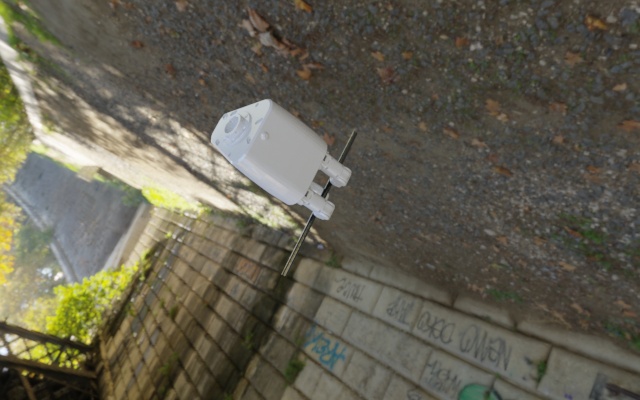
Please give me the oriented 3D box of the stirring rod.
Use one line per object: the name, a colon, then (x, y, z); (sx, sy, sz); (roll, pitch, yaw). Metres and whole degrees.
stirring rod: (0.000, 0.002, 0.708); (0.011, 0.239, 0.011); (26, -10, 5)
